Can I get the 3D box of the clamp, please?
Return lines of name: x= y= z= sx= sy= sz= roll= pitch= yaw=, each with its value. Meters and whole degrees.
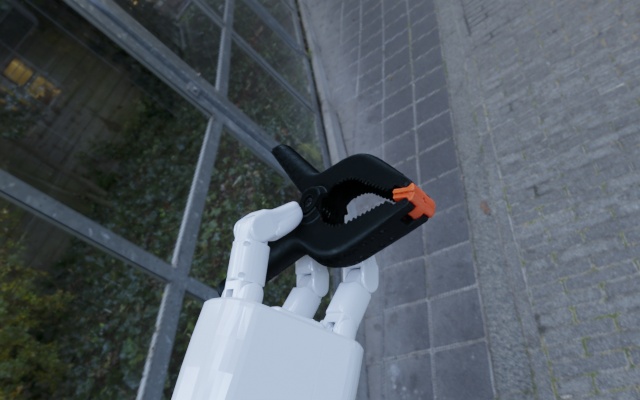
clamp: x=0.000 y=0.001 z=0.399 sx=0.210 sy=0.164 sz=0.036 roll=-16 pitch=-38 yaw=43
